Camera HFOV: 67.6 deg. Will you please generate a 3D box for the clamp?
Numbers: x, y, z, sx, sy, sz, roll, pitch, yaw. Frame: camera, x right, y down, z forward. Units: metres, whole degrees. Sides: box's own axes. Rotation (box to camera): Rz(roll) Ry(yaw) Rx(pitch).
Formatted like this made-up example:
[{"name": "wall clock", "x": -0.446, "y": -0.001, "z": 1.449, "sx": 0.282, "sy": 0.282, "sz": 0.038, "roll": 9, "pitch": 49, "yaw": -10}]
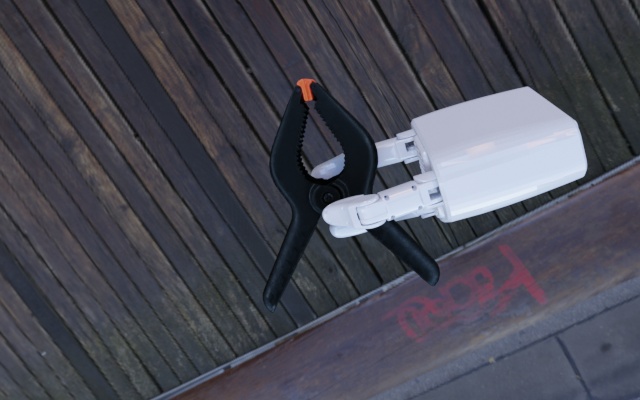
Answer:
[{"name": "clamp", "x": 0.000, "y": 0.001, "z": 0.423, "sx": 0.164, "sy": 0.210, "sz": 0.036, "roll": -18, "pitch": 12, "yaw": 7}]
